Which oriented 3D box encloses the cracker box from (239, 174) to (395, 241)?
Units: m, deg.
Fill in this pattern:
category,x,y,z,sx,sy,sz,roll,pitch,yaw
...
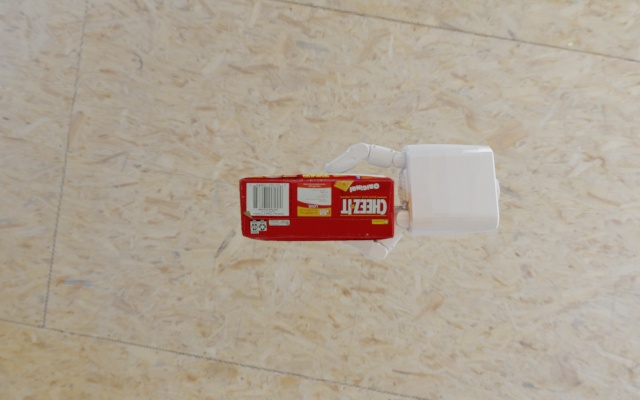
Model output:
category,x,y,z,sx,sy,sz,roll,pitch,yaw
cracker box,0.000,0.002,0.600,0.164,0.072,0.213,0,4,2
